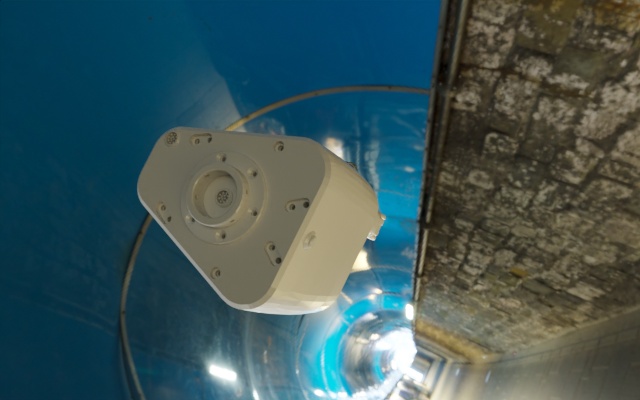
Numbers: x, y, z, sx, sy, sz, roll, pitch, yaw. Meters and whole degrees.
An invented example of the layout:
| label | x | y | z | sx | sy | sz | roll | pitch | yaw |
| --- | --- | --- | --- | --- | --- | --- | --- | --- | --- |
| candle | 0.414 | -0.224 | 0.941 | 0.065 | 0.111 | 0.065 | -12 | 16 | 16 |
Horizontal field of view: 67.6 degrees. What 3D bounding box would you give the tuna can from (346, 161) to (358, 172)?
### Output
| label | x | y | z | sx | sy | sz | roll | pitch | yaw |
| --- | --- | --- | --- | --- | --- | --- | --- | --- | --- |
| tuna can | 0.000 | 0.001 | 0.429 | 0.033 | 0.086 | 0.086 | 22 | 9 | 23 |
